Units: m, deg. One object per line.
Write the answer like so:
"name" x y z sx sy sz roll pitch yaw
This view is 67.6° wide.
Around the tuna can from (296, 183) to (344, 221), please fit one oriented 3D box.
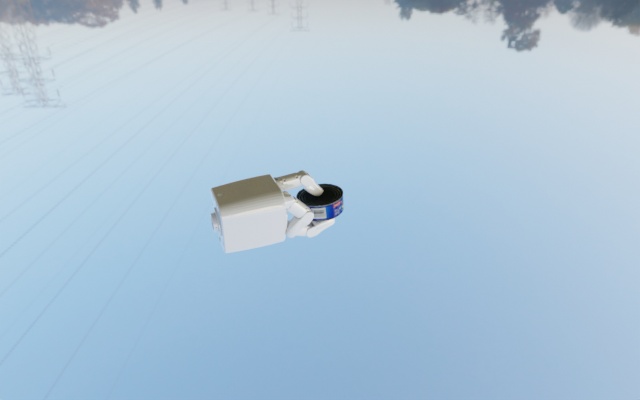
"tuna can" 0.000 0.003 0.870 0.086 0.034 0.086 -5 28 3
